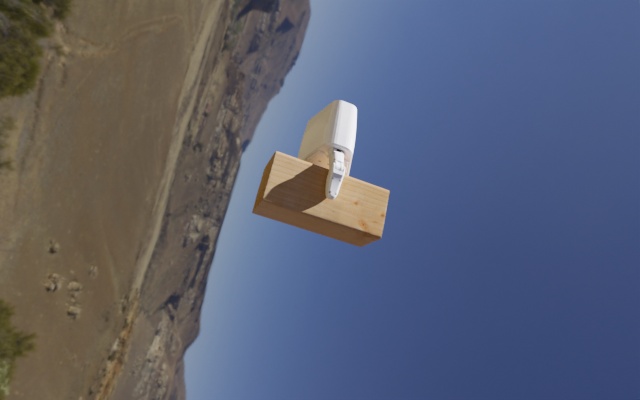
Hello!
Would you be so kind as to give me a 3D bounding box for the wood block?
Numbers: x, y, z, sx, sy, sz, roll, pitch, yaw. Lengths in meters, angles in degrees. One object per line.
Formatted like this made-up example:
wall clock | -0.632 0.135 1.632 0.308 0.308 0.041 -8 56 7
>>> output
wood block | 0.000 0.002 0.811 0.206 0.090 0.091 18 -20 -13
